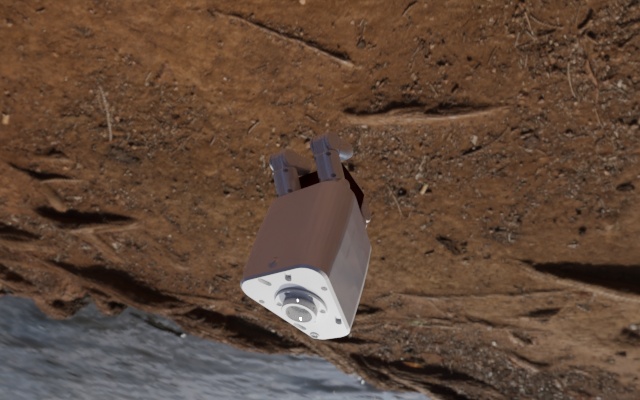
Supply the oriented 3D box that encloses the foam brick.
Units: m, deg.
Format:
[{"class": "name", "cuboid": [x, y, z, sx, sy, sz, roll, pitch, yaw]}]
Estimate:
[{"class": "foam brick", "cuboid": [0.000, 0.002, 0.533, 0.078, 0.053, 0.051, -18, 33, 32]}]
